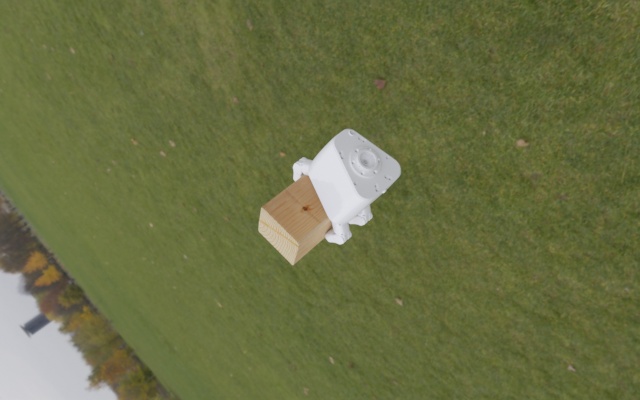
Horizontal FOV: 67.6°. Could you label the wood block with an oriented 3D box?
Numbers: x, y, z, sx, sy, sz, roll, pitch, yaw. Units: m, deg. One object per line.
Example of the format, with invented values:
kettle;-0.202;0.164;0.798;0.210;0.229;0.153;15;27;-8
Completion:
wood block;0.000;0.002;0.832;0.206;0.091;0.090;-39;-17;-27
